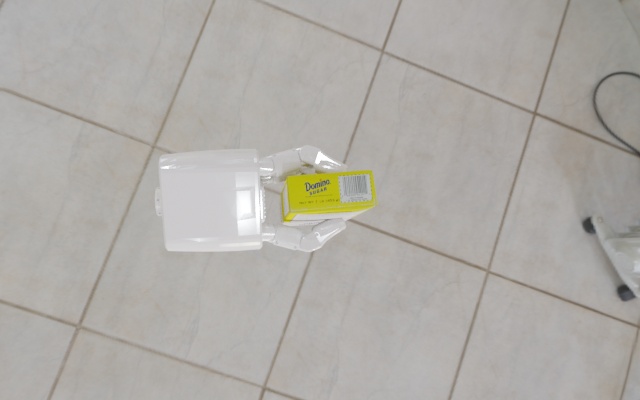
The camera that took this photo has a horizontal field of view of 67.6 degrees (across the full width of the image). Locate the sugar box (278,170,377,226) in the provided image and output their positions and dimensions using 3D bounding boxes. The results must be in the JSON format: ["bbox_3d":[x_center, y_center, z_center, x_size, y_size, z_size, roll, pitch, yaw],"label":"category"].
[{"bbox_3d":[0.000,0.001,0.572,0.093,0.048,0.176,-4,-5,-9],"label":"sugar box"}]
